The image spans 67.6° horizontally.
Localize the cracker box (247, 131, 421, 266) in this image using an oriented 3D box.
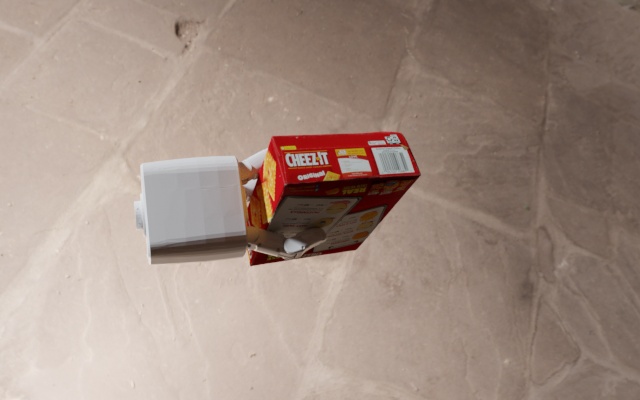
[{"bbox_3d":[0.000,0.002,0.601,0.164,0.072,0.214,-6,-27,-22],"label":"cracker box"}]
